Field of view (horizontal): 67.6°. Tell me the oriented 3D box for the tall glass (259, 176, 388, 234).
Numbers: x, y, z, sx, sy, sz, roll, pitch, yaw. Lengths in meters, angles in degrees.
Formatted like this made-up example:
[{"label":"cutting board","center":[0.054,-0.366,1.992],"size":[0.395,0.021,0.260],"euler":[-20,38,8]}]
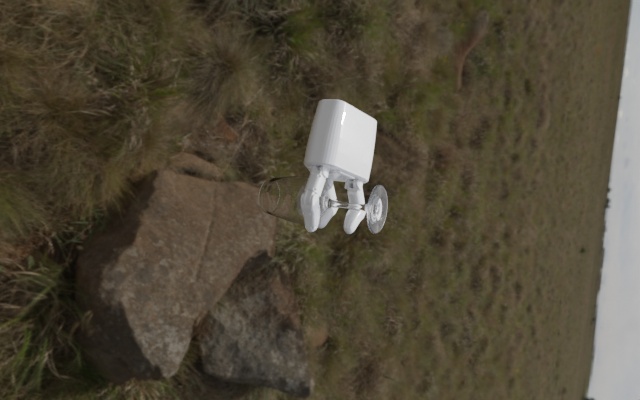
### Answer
[{"label":"tall glass","center":[0.001,0.003,0.762],"size":[0.201,0.079,0.079],"euler":[7,3,29]}]
